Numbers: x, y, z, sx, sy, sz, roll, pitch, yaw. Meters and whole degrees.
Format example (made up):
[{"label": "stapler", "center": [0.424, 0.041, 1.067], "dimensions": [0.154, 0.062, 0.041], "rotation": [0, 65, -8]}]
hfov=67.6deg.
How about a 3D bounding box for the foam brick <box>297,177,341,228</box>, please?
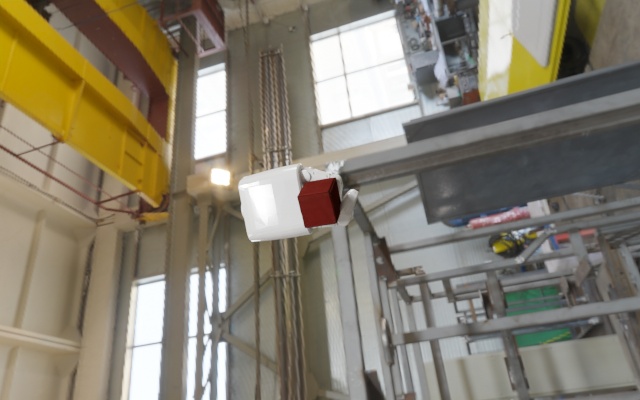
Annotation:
[{"label": "foam brick", "center": [0.000, 0.002, 0.737], "dimensions": [0.051, 0.053, 0.078], "rotation": [-9, 17, 11]}]
